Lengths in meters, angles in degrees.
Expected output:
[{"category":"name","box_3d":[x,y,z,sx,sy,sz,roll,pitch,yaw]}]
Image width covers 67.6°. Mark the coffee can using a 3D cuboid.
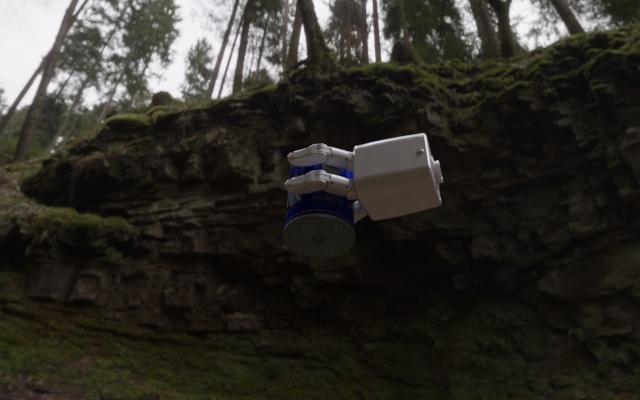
[{"category":"coffee can","box_3d":[0.000,0.003,0.721,0.103,0.140,0.103,2,-40,1]}]
